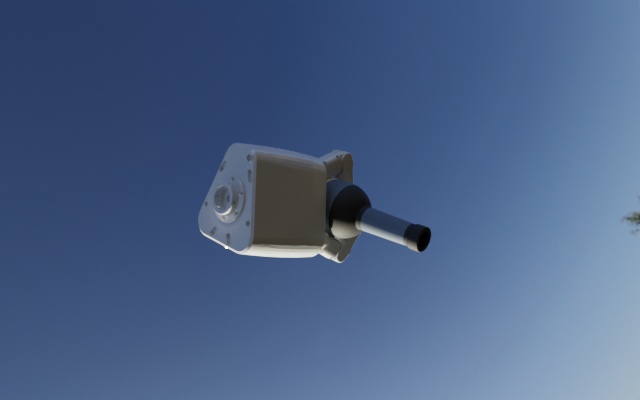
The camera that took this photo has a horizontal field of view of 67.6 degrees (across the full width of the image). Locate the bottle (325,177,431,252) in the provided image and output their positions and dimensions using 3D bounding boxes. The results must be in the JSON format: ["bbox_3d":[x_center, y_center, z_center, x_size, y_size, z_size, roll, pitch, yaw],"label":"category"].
[{"bbox_3d":[0.000,0.002,0.582,0.295,0.069,0.069,20,13,40],"label":"bottle"}]
